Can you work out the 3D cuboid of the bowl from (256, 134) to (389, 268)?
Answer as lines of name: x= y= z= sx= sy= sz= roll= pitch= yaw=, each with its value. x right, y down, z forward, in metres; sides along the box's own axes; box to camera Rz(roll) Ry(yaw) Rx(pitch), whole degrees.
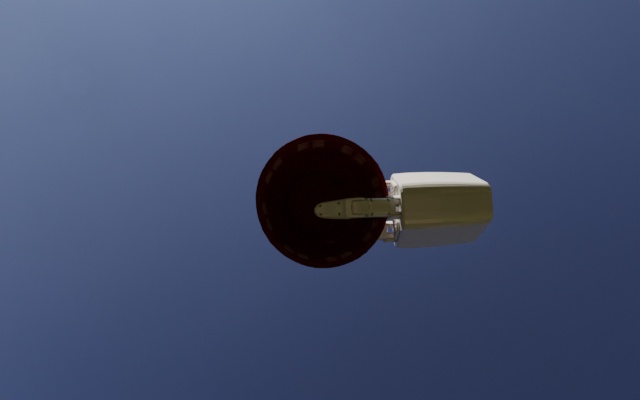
bowl: x=-0.001 y=0.002 z=0.593 sx=0.162 sy=0.162 sz=0.055 roll=0 pitch=-5 yaw=-9
